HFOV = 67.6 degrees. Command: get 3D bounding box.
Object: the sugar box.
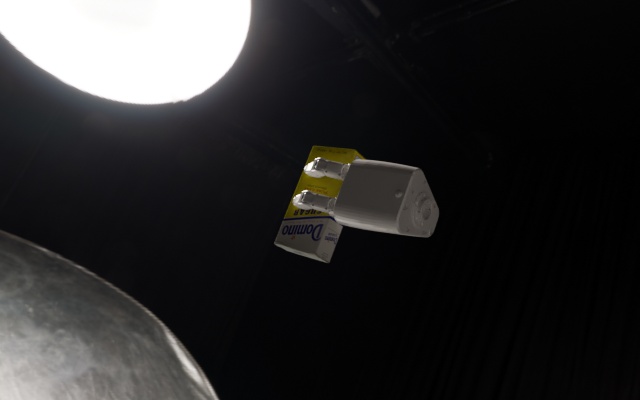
[{"bbox_3d":[0.000,0.002,0.756,0.093,0.176,0.048,10,-19,41],"label":"sugar box"}]
